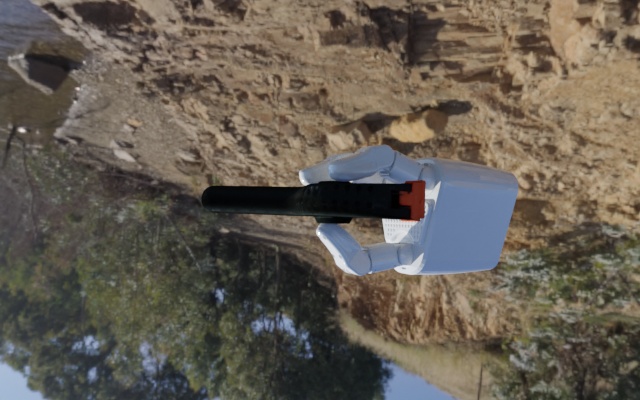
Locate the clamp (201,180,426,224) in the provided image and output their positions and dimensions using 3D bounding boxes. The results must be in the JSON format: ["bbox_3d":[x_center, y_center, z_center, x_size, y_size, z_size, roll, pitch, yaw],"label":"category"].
[{"bbox_3d":[0.001,0.002,0.406,0.164,0.036,0.210,2,-2,-28],"label":"clamp"}]
